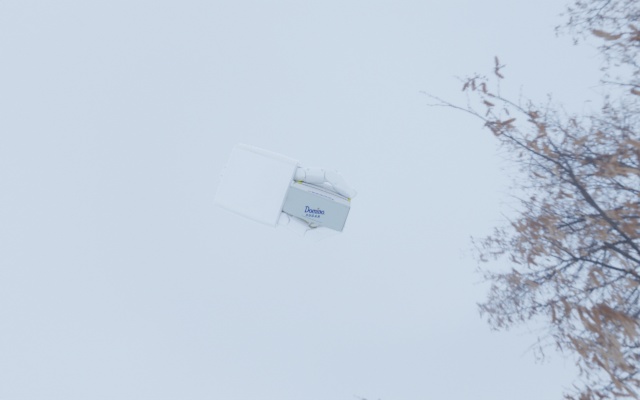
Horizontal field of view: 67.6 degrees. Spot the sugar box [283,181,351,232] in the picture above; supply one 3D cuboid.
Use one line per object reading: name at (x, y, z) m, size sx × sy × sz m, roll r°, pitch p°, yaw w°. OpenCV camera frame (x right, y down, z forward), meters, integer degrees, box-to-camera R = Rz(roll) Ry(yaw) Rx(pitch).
sugar box at (0.000, 0.003, 0.757) m, size 0.093 × 0.048 × 0.176 m, roll 20°, pitch 10°, yaw 3°
